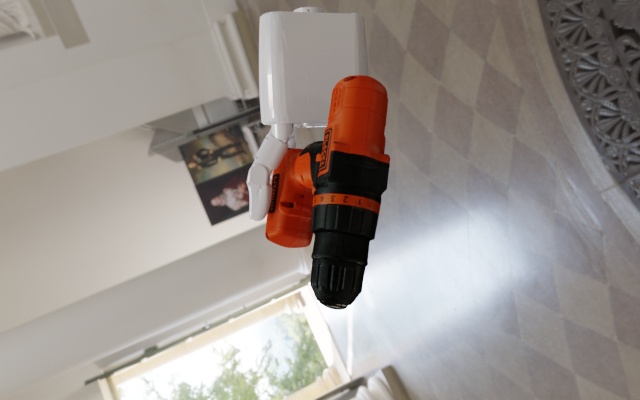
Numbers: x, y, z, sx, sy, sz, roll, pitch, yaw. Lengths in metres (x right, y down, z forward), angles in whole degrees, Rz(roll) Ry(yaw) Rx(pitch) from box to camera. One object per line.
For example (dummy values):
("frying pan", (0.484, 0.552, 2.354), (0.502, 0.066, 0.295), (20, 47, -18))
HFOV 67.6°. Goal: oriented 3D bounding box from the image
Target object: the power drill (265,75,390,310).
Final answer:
("power drill", (0.000, 0.001, 0.436), (0.057, 0.184, 0.188), (14, -13, -19))
